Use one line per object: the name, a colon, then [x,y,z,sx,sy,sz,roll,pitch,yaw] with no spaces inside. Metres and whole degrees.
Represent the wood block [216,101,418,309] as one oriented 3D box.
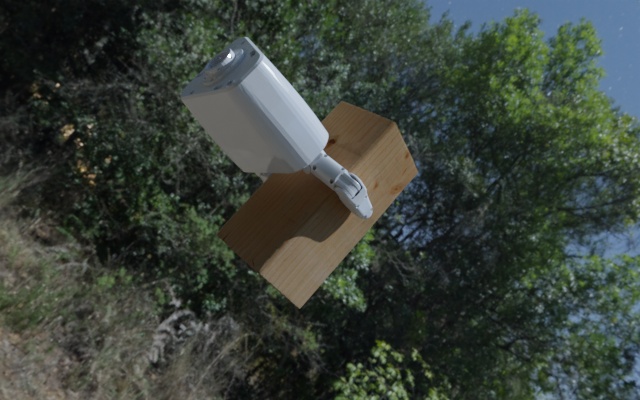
wood block: [0.000,0.002,0.529,0.090,0.206,0.090,33,-14,42]
